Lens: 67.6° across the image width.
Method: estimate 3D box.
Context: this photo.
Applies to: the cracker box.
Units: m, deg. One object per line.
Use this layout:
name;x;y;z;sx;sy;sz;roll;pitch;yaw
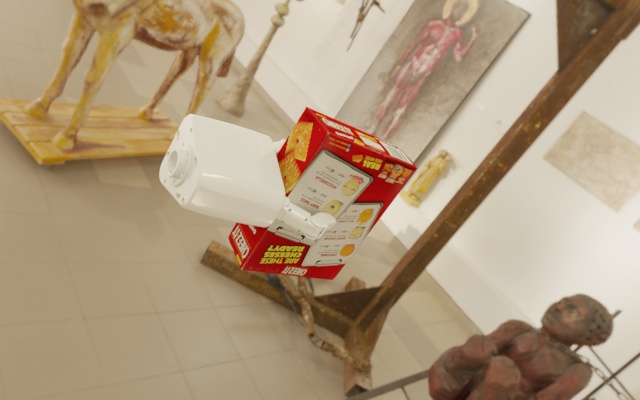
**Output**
cracker box;0.000;0.002;0.634;0.164;0.214;0.072;14;30;-39
